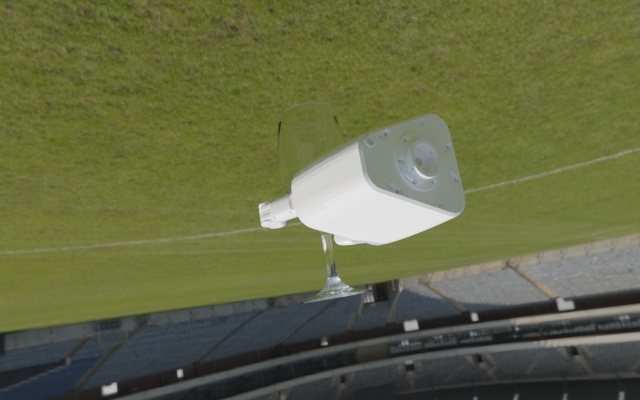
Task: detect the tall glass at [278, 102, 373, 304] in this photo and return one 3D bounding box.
[{"bbox_3d":[0.000,0.002,0.500,0.079,0.201,0.079,-9,-12,-2],"label":"tall glass"}]
